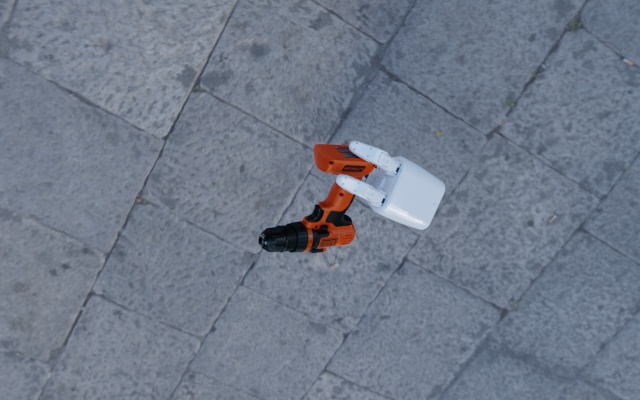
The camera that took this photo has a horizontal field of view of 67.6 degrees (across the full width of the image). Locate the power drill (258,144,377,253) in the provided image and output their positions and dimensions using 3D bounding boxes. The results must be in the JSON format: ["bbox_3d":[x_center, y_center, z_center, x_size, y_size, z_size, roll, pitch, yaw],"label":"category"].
[{"bbox_3d":[0.001,0.002,0.767,0.184,0.188,0.057,-4,37,-38],"label":"power drill"}]
